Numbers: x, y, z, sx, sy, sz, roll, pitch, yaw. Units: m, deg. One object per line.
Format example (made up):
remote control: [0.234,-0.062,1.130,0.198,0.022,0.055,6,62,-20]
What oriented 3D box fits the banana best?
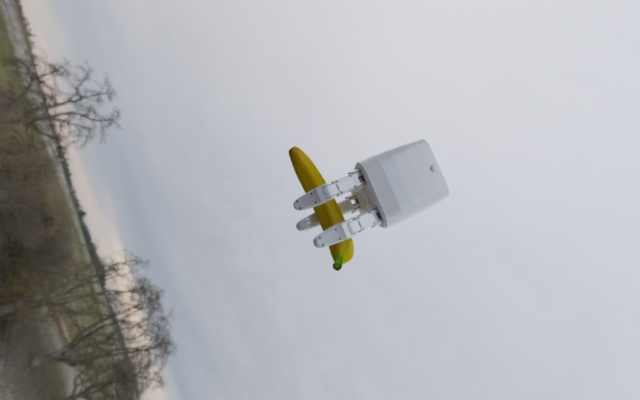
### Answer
banana: [0.006,0.011,0.678,0.037,0.197,0.070,-26,-25,6]
